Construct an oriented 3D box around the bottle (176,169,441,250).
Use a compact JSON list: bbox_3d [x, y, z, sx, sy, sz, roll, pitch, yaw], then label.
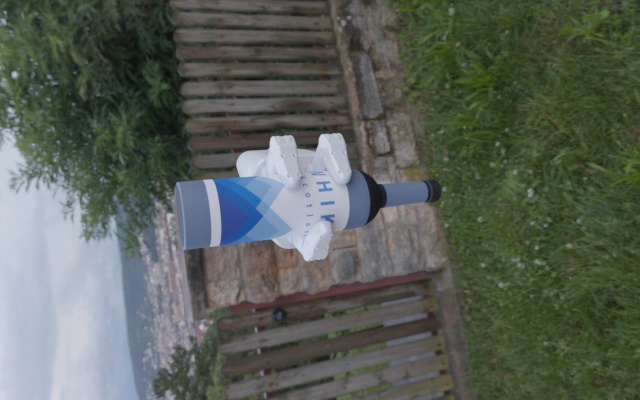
[{"bbox_3d":[0.000,0.002,0.517,0.296,0.069,0.069,-6,2,-21],"label":"bottle"}]
